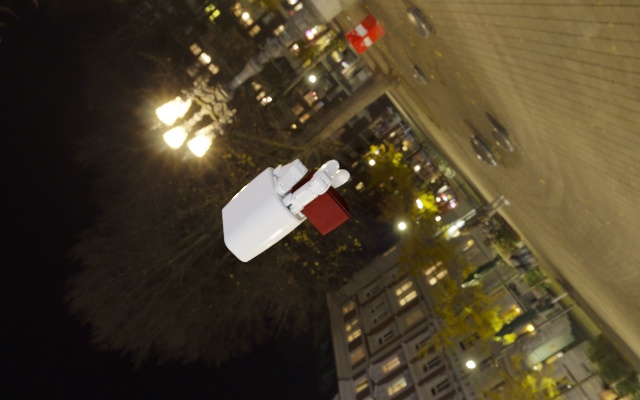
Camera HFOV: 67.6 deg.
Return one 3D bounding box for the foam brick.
[{"bbox_3d":[0.000,0.003,0.712,0.051,0.078,0.053,-38,17,12],"label":"foam brick"}]
